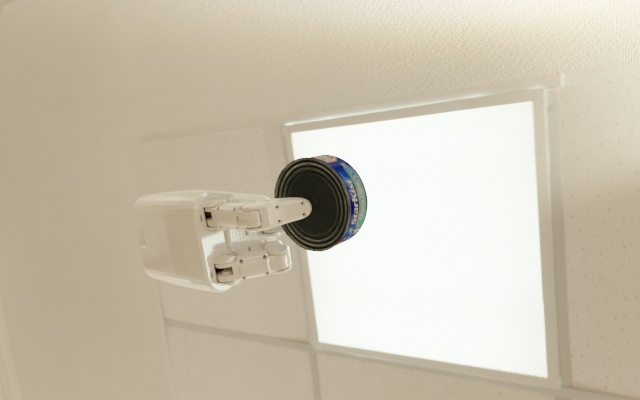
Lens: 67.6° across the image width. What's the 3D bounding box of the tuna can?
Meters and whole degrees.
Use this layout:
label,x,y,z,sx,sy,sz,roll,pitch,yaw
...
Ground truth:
label,x,y,z,sx,sy,sz,roll,pitch,yaw
tuna can,0.000,0.001,0.437,0.086,0.086,0.033,0,11,38
